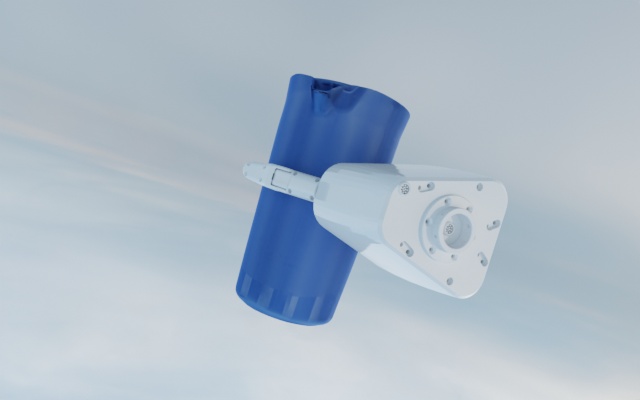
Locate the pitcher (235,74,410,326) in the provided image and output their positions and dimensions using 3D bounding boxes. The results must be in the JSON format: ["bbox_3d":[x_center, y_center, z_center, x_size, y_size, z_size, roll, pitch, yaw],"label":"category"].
[{"bbox_3d":[0.000,0.002,0.516,0.149,0.243,0.145,18,-1,-27],"label":"pitcher"}]
